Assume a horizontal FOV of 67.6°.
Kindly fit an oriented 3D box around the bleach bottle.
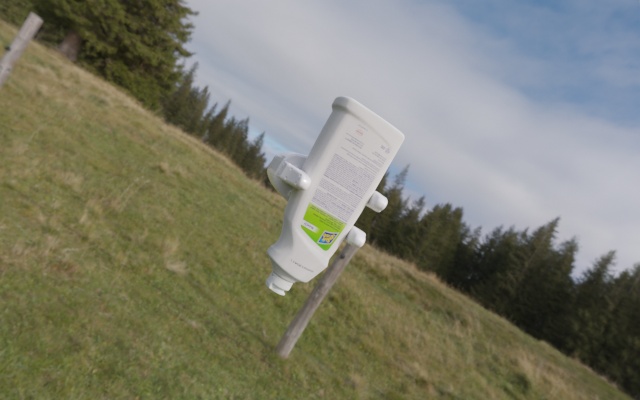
[{"bbox_3d":[0.000,0.002,0.602,0.102,0.251,0.068,31,2,-16],"label":"bleach bottle"}]
